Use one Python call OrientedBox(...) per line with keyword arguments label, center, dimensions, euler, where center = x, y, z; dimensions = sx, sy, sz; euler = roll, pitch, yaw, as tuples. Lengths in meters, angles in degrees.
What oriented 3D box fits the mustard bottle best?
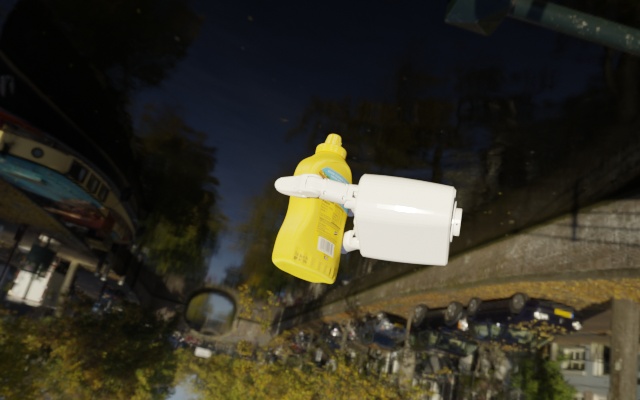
OrientedBox(label="mustard bottle", center=(0.000, 0.002, 0.609), dimensions=(0.058, 0.191, 0.096), euler=(-4, -26, 39))
